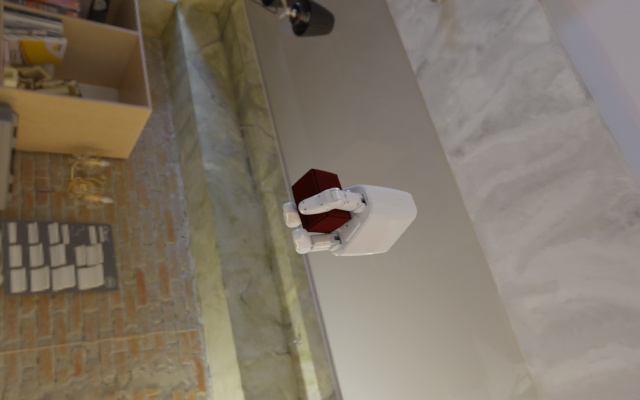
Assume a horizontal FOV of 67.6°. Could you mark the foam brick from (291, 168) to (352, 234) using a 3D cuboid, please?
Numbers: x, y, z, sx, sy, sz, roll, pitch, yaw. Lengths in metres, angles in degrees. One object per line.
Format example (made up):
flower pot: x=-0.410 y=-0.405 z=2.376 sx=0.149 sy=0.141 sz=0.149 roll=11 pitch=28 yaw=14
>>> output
foam brick: x=0.000 y=0.002 z=0.691 sx=0.051 sy=0.078 sz=0.053 roll=6 pitch=-32 yaw=-42
